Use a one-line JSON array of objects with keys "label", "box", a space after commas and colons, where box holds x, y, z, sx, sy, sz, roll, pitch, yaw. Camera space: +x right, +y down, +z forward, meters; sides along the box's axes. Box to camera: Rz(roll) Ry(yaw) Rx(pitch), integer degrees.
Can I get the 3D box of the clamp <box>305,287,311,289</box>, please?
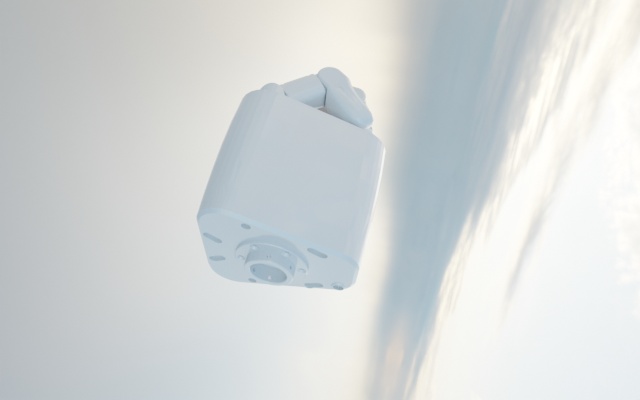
[{"label": "clamp", "box": [0.001, 0.001, 0.449, 0.039, 0.120, 0.172, 4, -36, 6]}]
